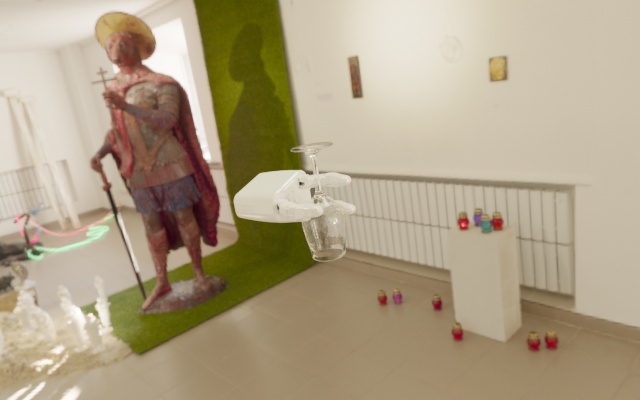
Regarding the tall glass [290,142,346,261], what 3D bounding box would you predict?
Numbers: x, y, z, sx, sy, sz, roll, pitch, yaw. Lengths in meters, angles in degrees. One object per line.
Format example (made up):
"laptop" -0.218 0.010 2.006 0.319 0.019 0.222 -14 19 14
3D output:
"tall glass" 0.000 0.002 0.837 0.079 0.201 0.079 -9 14 2
